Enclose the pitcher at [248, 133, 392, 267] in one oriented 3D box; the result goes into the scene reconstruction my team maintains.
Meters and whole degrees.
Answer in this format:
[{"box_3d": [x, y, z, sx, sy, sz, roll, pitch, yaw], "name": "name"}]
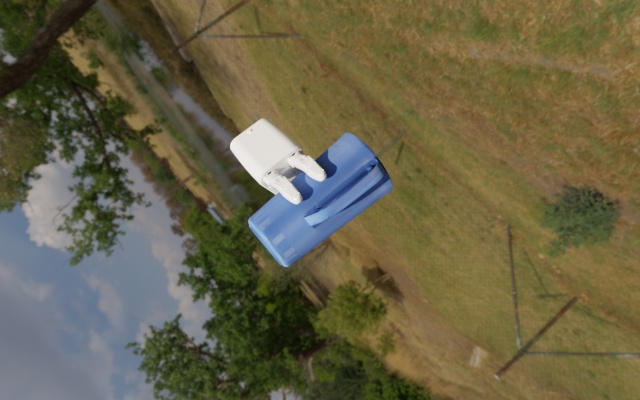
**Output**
[{"box_3d": [0.000, 0.003, 0.831, 0.145, 0.243, 0.149, 45, -11, 29], "name": "pitcher"}]
